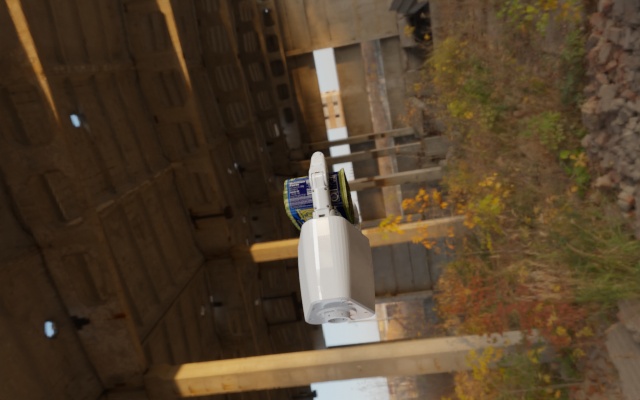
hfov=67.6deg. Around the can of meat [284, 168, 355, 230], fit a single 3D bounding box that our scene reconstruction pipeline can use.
[{"bbox_3d":[0.000,0.002,0.671,0.084,0.057,0.102,-9,-24,7],"label":"can of meat"}]
